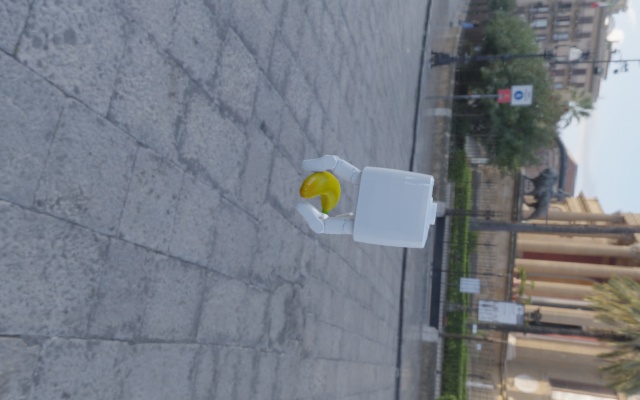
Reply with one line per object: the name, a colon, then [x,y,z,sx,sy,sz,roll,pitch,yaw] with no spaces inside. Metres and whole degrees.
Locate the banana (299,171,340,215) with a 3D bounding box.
banana: [0.005,-0.014,0.797,0.037,0.069,0.198,12,-12,14]
